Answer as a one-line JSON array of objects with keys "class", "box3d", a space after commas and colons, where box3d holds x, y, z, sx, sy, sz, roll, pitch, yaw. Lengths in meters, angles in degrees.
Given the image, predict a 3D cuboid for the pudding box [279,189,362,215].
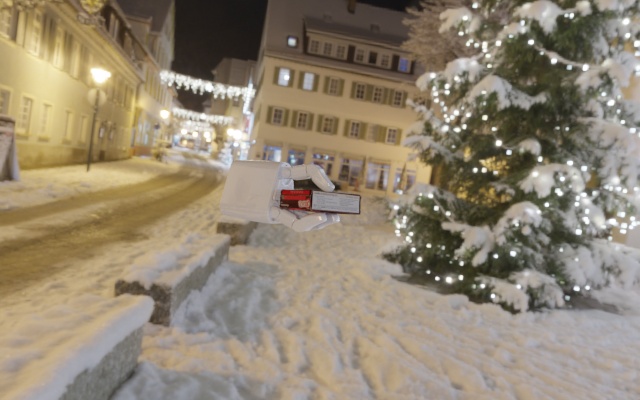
[{"class": "pudding box", "box3d": [0.000, 0.003, 0.821, 0.113, 0.039, 0.090, 3, 1, -39]}]
